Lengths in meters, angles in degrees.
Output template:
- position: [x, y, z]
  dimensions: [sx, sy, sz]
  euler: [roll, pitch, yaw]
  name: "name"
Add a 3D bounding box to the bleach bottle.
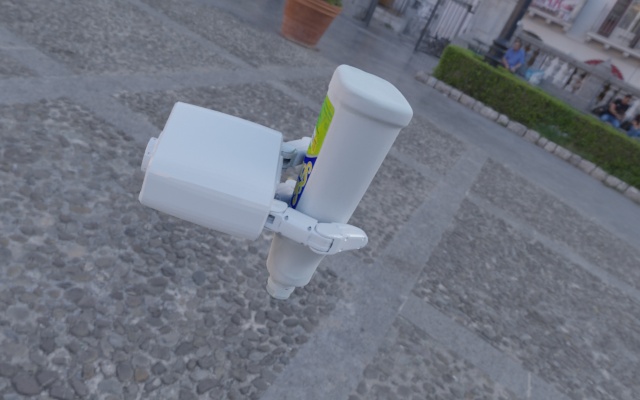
- position: [0.000, 0.001, 0.471]
  dimensions: [0.068, 0.251, 0.102]
  euler: [18, 26, -13]
  name: "bleach bottle"
